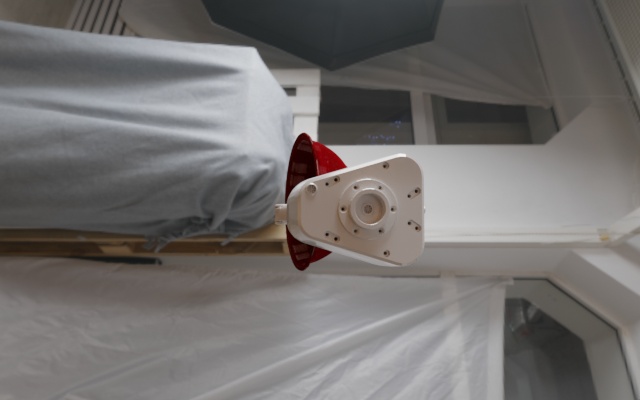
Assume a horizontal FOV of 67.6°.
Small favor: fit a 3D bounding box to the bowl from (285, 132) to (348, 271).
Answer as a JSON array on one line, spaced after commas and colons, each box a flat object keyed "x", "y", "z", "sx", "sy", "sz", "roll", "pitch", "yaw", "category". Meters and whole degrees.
[{"x": 0.000, "y": 0.002, "z": 0.569, "sx": 0.055, "sy": 0.162, "sz": 0.162, "roll": 1, "pitch": 0, "yaw": -17, "category": "bowl"}]
